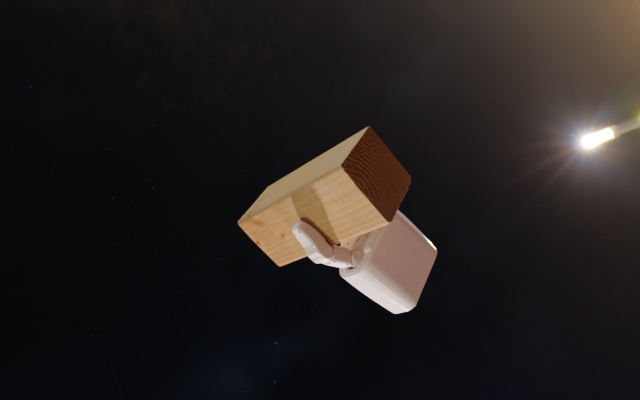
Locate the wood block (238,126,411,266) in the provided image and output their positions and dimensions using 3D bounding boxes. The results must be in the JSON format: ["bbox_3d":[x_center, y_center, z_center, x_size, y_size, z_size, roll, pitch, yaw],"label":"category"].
[{"bbox_3d":[0.000,0.003,0.615,0.206,0.090,0.090,-27,21,43],"label":"wood block"}]
